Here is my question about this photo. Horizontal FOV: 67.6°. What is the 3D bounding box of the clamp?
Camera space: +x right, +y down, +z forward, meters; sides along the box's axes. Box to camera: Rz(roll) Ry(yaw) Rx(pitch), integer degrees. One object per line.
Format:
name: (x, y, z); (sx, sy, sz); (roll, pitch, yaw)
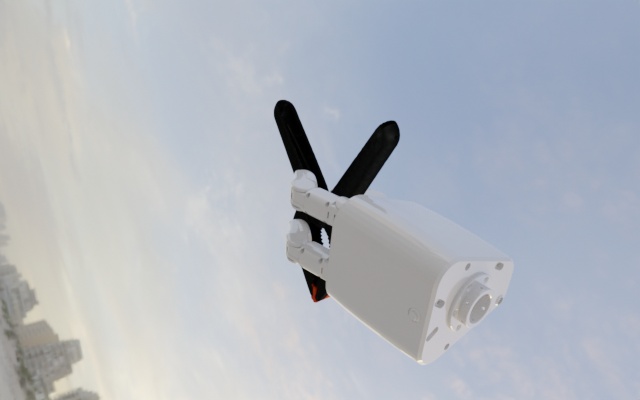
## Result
clamp: (0.001, 0.002, 0.487); (0.036, 0.210, 0.164); (-13, 31, -37)
